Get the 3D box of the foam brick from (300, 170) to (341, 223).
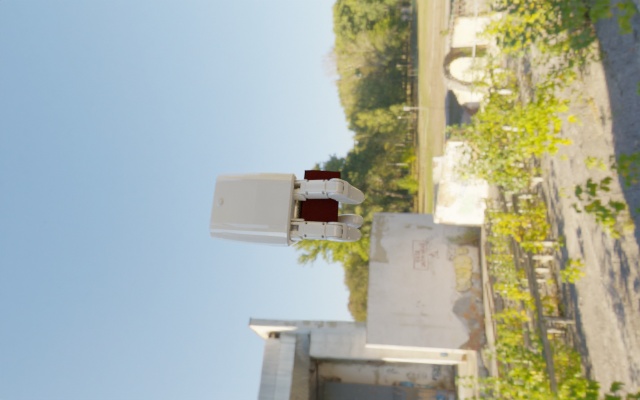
[{"bbox_3d":[0.000,0.002,0.660,0.051,0.078,0.053,4,-18,2],"label":"foam brick"}]
